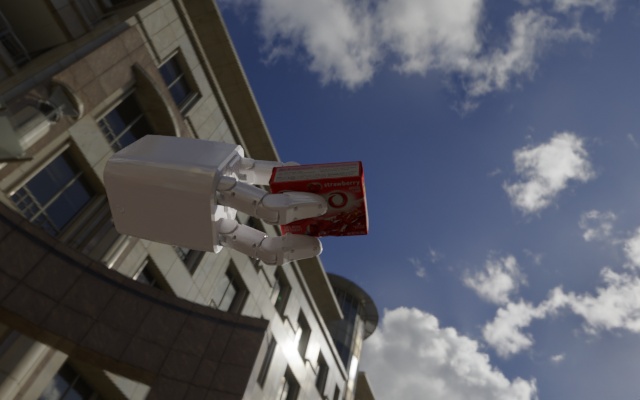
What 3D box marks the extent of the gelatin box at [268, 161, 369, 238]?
[{"bbox_3d":[0.000,0.001,0.468,0.089,0.073,0.030,-4,38,7],"label":"gelatin box"}]
